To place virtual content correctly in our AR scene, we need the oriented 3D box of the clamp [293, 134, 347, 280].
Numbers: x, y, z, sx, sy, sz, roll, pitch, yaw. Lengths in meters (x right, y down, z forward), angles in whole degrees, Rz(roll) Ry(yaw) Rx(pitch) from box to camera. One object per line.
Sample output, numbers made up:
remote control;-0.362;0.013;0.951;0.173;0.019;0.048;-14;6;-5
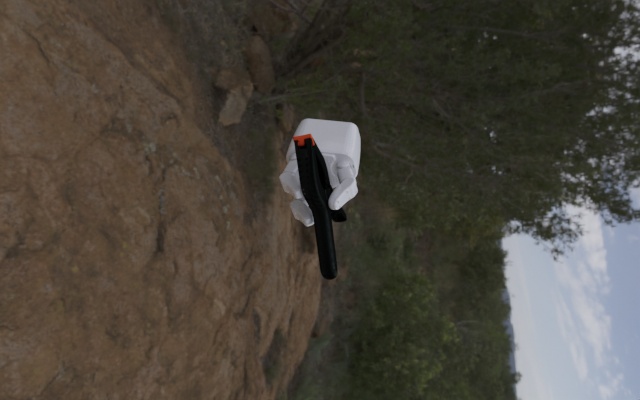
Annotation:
clamp;0.001;0.002;0.717;0.036;0.210;0.164;-9;37;14
